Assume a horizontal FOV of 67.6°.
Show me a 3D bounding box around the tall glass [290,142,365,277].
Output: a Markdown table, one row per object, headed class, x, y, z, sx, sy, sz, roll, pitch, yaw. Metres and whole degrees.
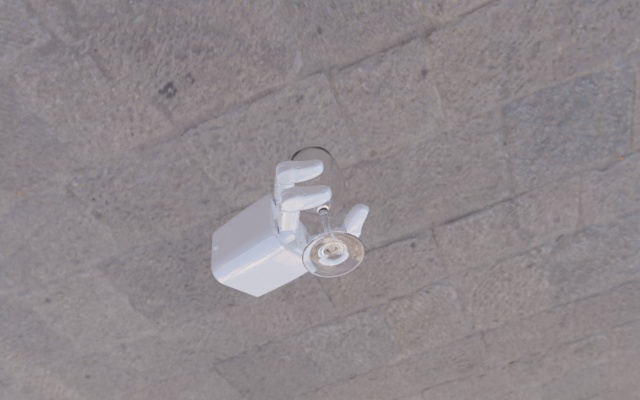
| class | x | y | z | sx | sy | sz | roll | pitch | yaw |
| --- | --- | --- | --- | --- | --- | --- | --- | --- | --- |
| tall glass | 0.000 | 0.002 | 0.630 | 0.079 | 0.079 | 0.200 | 0 | 39 | -11 |
